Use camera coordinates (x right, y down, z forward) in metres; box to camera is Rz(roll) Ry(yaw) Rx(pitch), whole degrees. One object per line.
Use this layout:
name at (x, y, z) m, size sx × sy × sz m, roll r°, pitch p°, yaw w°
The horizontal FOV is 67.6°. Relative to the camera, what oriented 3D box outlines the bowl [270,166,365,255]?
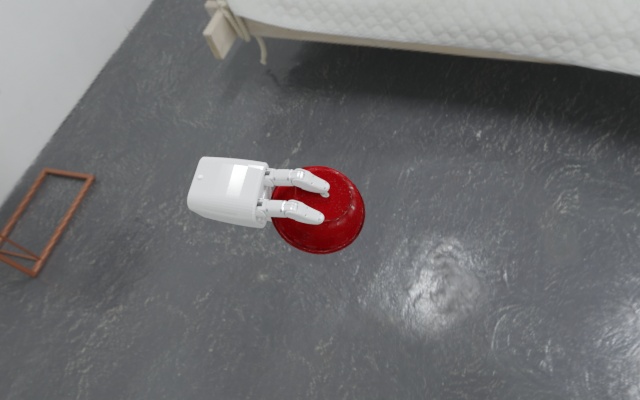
bowl at (0.002, 0.002, 0.771) m, size 0.162 × 0.162 × 0.055 m, roll 0°, pitch -26°, yaw -11°
